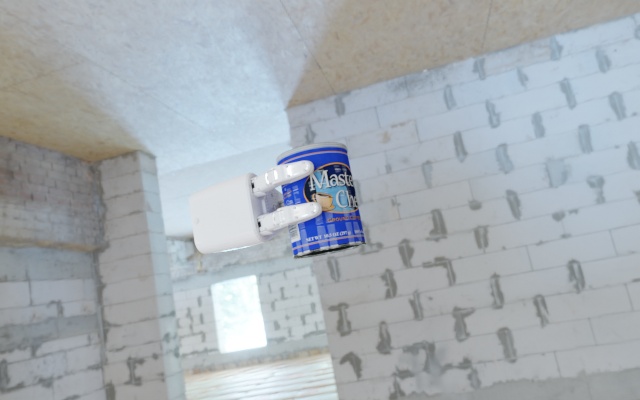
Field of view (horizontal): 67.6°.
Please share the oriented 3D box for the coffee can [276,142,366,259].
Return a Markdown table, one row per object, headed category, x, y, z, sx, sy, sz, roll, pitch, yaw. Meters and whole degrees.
| category | x | y | z | sx | sy | sz | roll | pitch | yaw |
| --- | --- | --- | --- | --- | --- | --- | --- | --- | --- |
| coffee can | 0.000 | 0.002 | 0.662 | 0.103 | 0.140 | 0.103 | -11 | -10 | -2 |
